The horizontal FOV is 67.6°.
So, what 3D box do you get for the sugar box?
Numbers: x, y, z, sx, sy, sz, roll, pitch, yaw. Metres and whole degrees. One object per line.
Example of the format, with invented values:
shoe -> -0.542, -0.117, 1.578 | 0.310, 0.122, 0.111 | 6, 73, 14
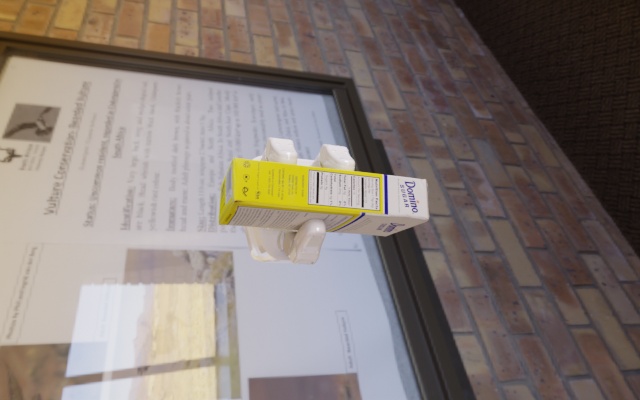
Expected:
sugar box -> 0.000, 0.001, 0.443 | 0.176, 0.048, 0.093 | 3, -14, -18
